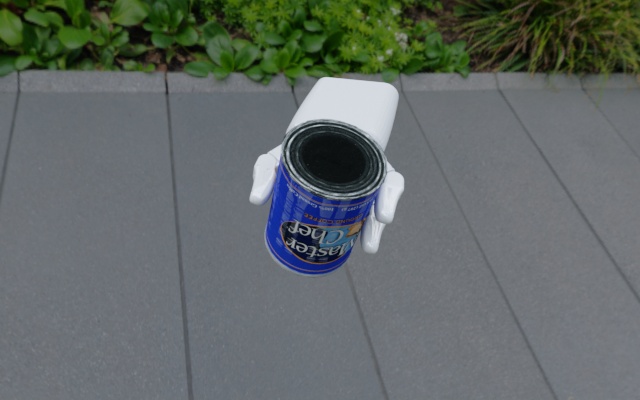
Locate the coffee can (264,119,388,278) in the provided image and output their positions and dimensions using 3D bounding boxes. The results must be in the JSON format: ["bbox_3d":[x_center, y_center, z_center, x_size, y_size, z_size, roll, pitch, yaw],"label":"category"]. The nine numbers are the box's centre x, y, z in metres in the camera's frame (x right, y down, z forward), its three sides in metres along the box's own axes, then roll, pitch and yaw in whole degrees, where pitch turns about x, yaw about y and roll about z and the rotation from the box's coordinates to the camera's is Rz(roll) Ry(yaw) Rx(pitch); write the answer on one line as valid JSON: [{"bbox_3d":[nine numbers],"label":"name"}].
[{"bbox_3d":[0.000,0.002,0.497,0.103,0.102,0.140,0,-38,-14],"label":"coffee can"}]
